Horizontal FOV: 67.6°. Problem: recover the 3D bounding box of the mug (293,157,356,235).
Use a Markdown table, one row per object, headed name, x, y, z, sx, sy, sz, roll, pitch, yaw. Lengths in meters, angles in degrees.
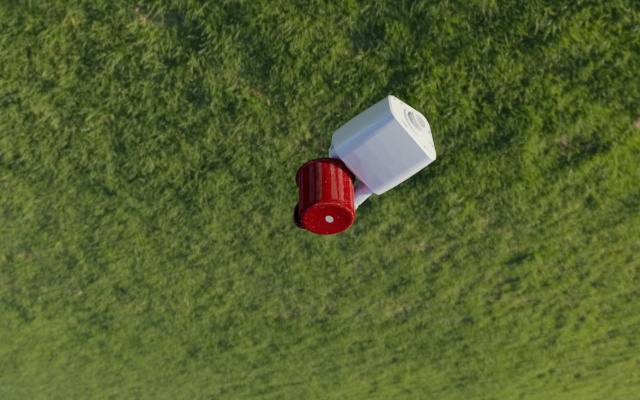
| name | x | y | z | sx | sy | sz | roll | pitch | yaw |
| --- | --- | --- | --- | --- | --- | --- | --- | --- | --- |
| mug | -0.001 | 0.003 | 0.715 | 0.117 | 0.081 | 0.093 | -33 | -48 | 32 |
